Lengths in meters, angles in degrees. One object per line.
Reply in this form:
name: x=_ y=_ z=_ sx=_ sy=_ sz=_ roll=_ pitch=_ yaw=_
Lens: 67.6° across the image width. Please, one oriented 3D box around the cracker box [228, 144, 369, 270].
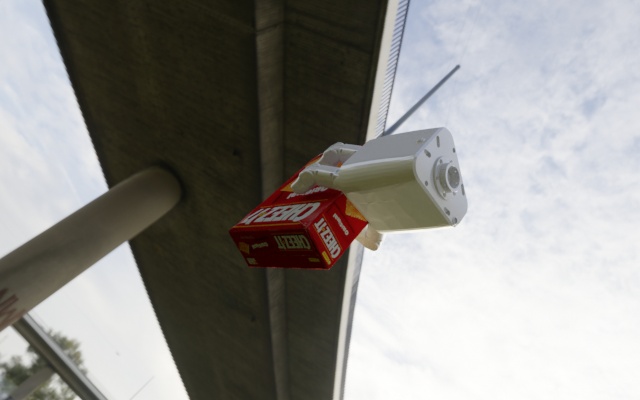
cracker box: x=0.000 y=0.002 z=0.667 sx=0.164 sy=0.072 sz=0.213 roll=-7 pitch=28 yaw=46
